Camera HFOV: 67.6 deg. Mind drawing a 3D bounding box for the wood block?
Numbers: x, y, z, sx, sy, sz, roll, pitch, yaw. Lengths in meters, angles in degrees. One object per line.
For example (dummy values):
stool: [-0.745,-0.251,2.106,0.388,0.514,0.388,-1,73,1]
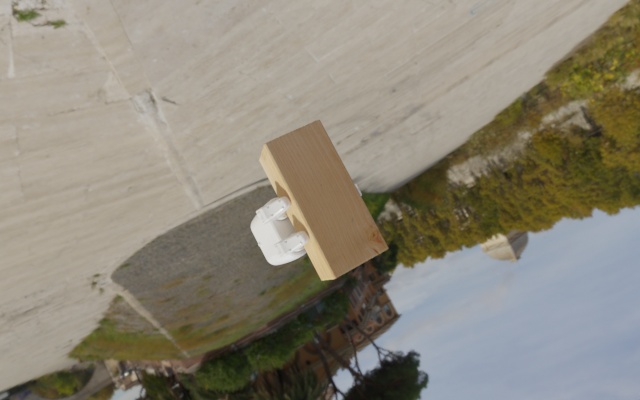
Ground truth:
wood block: [0.000,0.002,0.693,0.091,0.206,0.090,-27,-4,-16]
